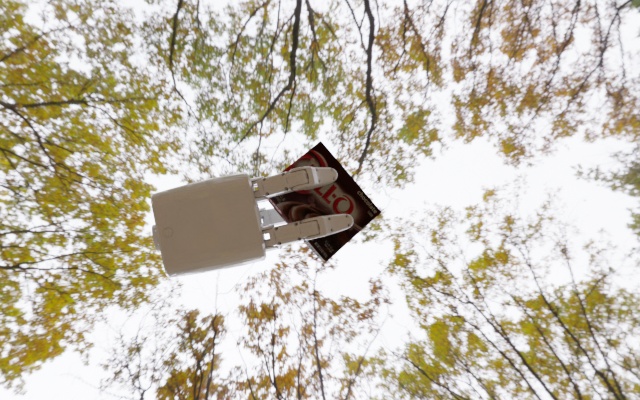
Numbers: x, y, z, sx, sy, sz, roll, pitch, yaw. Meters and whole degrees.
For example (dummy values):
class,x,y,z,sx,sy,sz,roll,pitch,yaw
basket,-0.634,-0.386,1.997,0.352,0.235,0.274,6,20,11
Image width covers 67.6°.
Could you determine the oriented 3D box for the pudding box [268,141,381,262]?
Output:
class,x,y,z,sx,sy,sz,roll,pitch,yaw
pudding box,0.000,0.002,0.558,0.090,0.113,0.039,-41,2,-14
